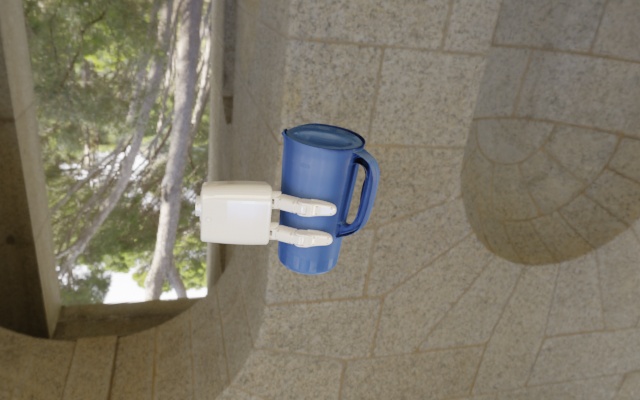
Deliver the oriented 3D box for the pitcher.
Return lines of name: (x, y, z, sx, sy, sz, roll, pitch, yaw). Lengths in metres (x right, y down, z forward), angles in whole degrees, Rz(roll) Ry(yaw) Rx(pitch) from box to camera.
pitcher: (0.000, 0.003, 0.802, 0.145, 0.243, 0.149, 2, 25, -12)
